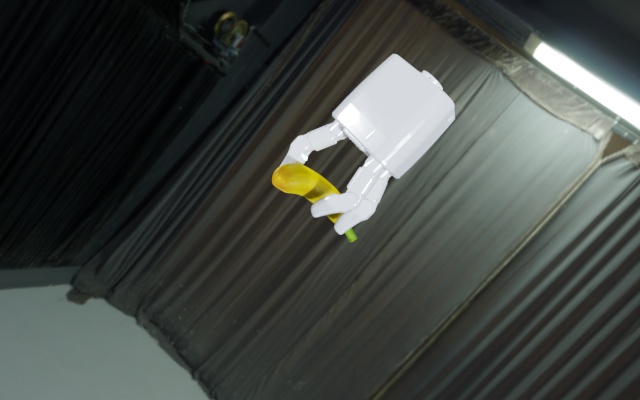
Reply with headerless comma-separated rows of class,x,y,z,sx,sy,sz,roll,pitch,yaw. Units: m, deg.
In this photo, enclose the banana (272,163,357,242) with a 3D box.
banana,-0.006,-0.009,0.615,0.037,0.069,0.198,-41,-38,11
